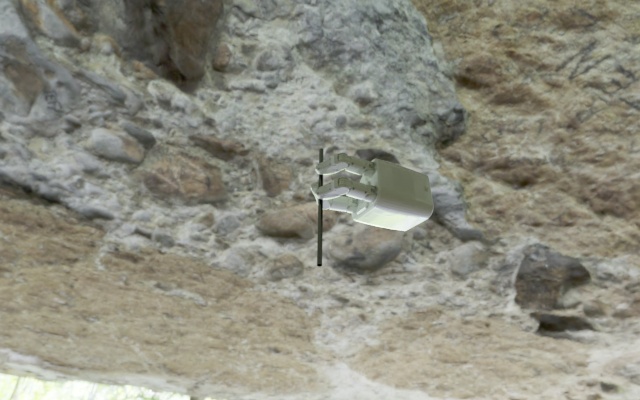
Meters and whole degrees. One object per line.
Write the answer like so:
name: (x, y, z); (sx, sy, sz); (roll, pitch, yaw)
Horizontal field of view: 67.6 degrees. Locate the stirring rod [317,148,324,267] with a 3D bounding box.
stirring rod: (0.000, 0.003, 0.785); (0.011, 0.239, 0.011); (1, -39, 0)
